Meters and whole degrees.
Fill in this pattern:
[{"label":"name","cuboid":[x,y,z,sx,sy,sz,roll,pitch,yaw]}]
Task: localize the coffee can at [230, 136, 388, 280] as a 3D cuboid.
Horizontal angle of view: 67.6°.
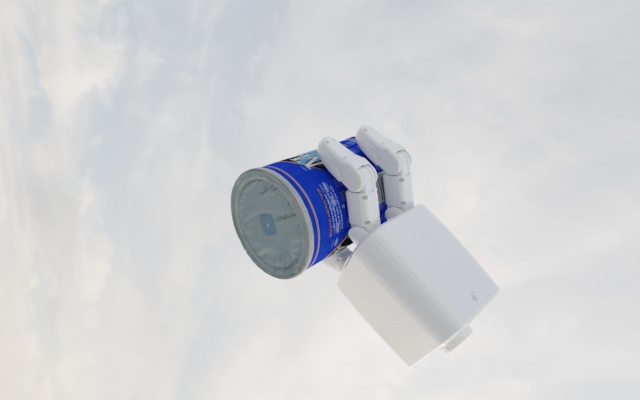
[{"label":"coffee can","cuboid":[0.000,0.001,0.463,0.103,0.103,0.140,0,17,45]}]
